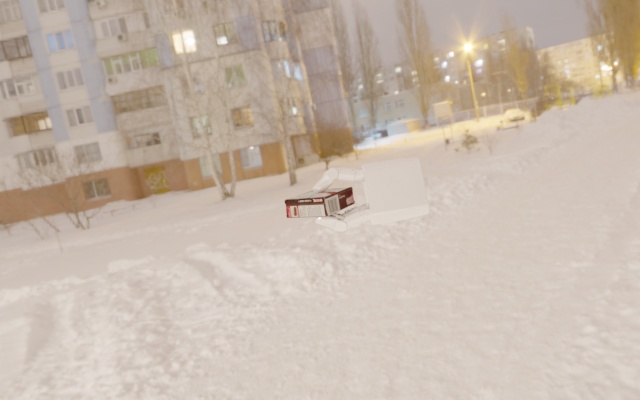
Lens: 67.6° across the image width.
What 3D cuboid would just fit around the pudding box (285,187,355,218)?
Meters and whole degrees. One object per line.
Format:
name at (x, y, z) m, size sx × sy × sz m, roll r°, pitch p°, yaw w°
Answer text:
pudding box at (0.000, 0.003, 0.898) m, size 0.090 × 0.039 × 0.113 m, roll -4°, pitch 8°, yaw 31°
